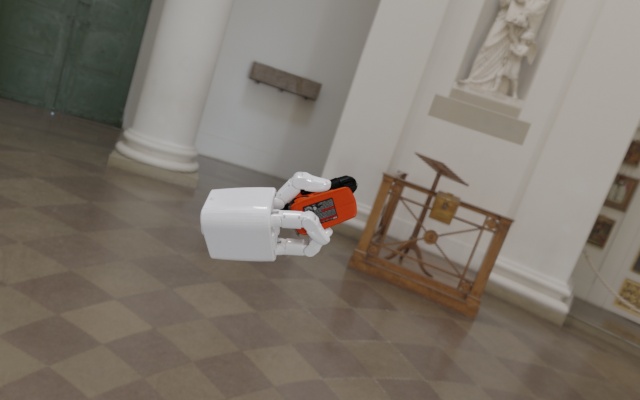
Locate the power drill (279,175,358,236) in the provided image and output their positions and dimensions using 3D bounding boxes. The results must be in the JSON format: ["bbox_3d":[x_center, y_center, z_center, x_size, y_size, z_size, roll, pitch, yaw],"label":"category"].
[{"bbox_3d":[0.000,0.003,0.834,0.184,0.057,0.187,-20,9,-11],"label":"power drill"}]
